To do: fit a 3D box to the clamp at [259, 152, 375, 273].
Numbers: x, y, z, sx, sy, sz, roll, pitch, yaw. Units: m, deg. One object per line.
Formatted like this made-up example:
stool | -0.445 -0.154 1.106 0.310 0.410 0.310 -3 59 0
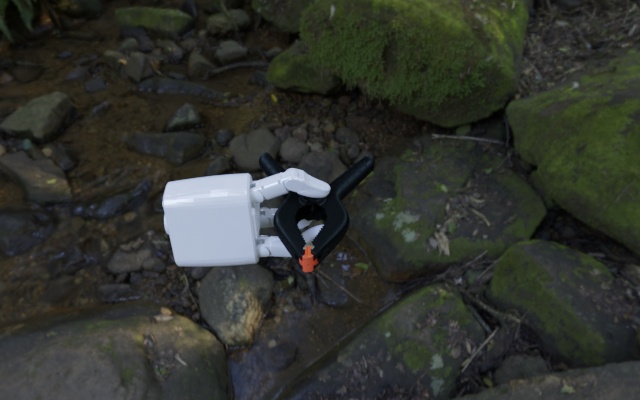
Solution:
clamp | 0.000 0.002 0.621 0.164 0.036 0.209 -4 43 -2
